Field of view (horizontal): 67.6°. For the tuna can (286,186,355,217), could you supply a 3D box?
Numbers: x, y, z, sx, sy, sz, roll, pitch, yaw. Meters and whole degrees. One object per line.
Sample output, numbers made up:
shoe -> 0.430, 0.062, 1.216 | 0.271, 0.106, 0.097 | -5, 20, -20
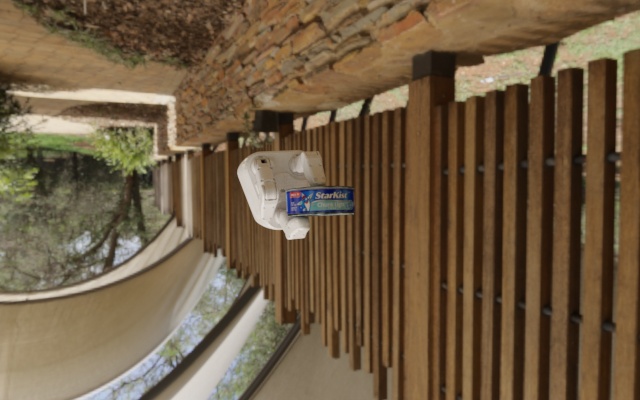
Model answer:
tuna can -> 0.000, 0.003, 0.594 | 0.086, 0.034, 0.086 | -2, -3, 0
